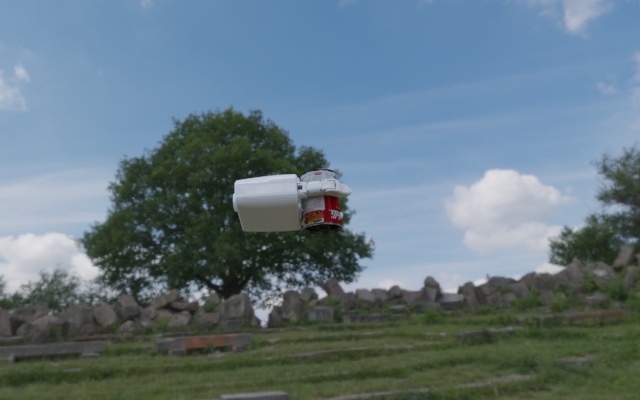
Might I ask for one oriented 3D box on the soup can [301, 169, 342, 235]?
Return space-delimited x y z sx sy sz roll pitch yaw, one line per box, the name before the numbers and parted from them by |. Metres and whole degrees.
soup can | 0.001 0.002 0.846 0.068 0.102 0.068 -4 -19 -1
